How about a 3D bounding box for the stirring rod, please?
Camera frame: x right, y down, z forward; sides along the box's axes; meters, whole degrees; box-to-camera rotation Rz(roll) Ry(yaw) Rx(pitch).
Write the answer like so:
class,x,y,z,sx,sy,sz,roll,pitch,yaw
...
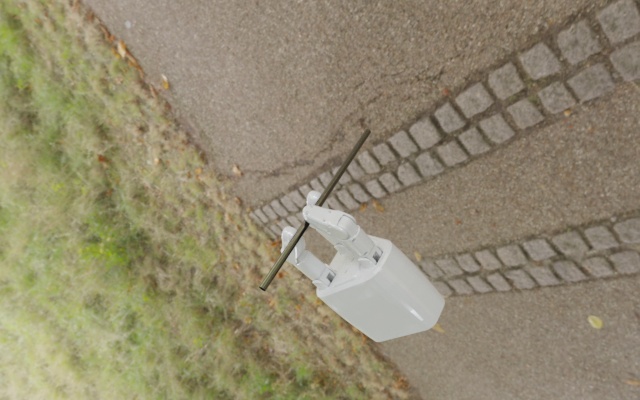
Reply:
class,x,y,z,sx,sy,sz,roll,pitch,yaw
stirring rod,0.000,0.002,0.542,0.011,0.239,0.011,26,-29,15
